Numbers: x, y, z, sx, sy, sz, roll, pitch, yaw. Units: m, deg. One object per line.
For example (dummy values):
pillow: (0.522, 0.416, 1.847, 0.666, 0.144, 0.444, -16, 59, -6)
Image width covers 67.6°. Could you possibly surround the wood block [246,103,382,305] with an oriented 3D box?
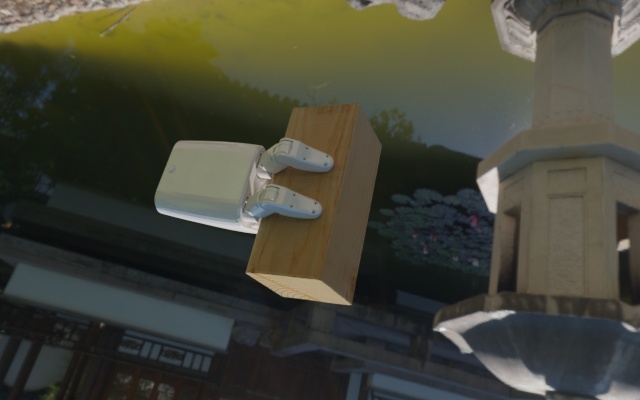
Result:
wood block: (0.000, 0.002, 0.543, 0.090, 0.206, 0.091, 1, -26, 26)
